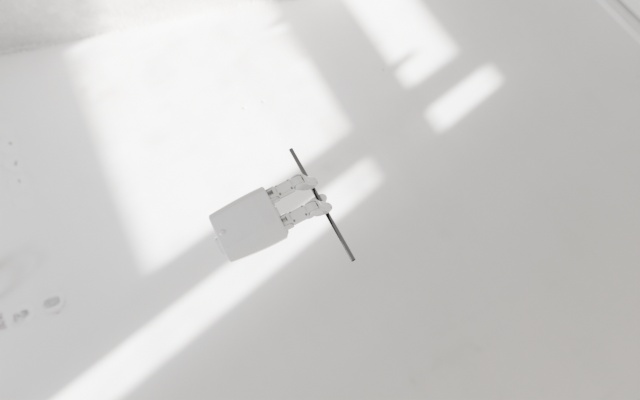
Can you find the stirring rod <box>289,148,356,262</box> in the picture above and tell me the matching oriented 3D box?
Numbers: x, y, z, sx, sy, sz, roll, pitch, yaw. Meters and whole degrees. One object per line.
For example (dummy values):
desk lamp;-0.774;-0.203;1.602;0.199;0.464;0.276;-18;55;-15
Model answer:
stirring rod;0.000;0.003;0.844;0.011;0.239;0.011;-25;-21;-11
